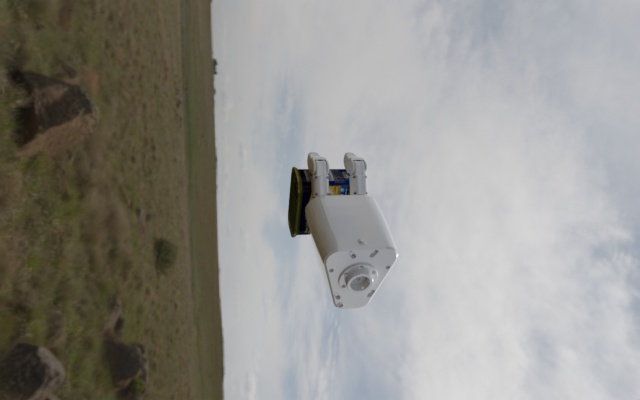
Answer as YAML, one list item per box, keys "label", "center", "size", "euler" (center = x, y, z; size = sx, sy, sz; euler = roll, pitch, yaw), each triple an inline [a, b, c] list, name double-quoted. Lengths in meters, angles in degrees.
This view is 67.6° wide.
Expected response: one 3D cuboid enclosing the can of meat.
- label: "can of meat"
  center: [0.000, 0.002, 0.694]
  size: [0.084, 0.102, 0.057]
  euler: [-1, 32, -13]
